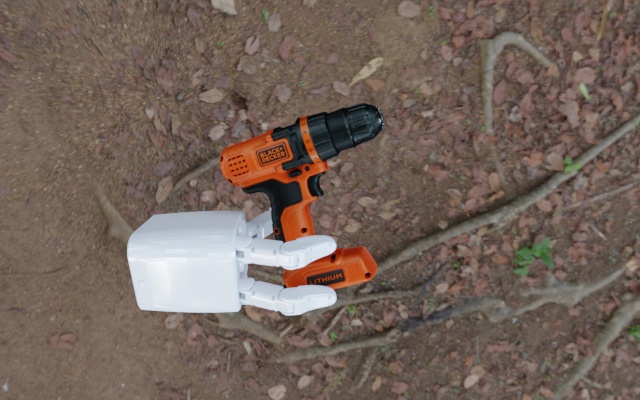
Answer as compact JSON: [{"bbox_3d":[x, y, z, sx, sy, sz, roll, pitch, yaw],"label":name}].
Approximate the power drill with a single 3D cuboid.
[{"bbox_3d":[0.000,0.002,0.524,0.184,0.188,0.057,-16,8,15],"label":"power drill"}]
